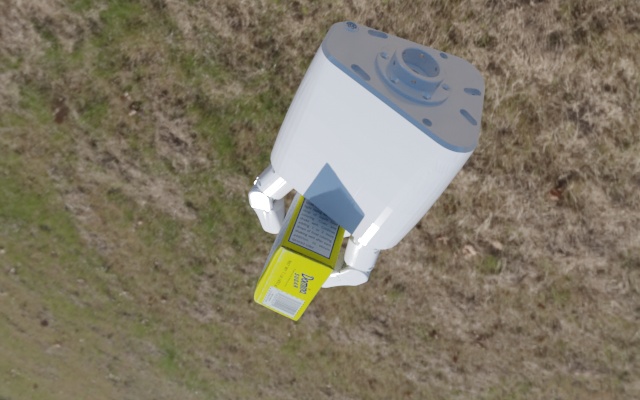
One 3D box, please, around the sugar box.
[{"bbox_3d":[0.001,0.002,0.403,0.048,0.176,0.093,26,-40,-4],"label":"sugar box"}]
